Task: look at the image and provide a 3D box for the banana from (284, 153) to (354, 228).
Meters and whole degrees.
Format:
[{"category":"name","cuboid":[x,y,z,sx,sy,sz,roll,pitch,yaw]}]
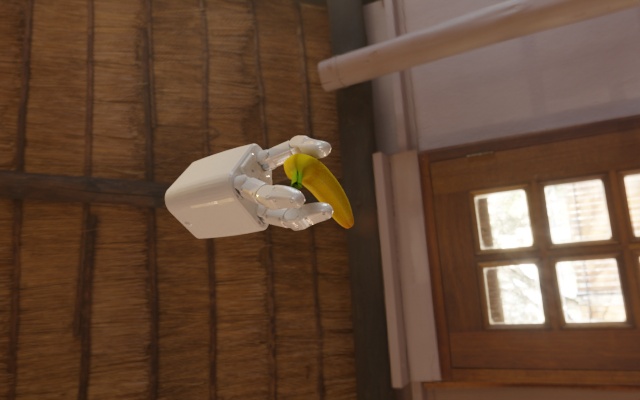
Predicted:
[{"category":"banana","cuboid":[-0.003,-0.016,0.628,0.037,0.069,0.198,-14,-21,20]}]
